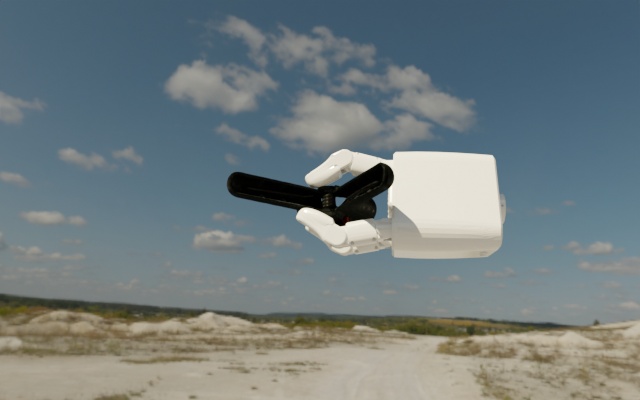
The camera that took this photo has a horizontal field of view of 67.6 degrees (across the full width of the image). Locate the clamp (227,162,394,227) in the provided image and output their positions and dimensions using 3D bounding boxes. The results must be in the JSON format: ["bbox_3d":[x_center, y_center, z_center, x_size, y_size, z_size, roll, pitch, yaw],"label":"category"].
[{"bbox_3d":[0.000,0.001,0.537,0.164,0.036,0.210,0,-14,9],"label":"clamp"}]
